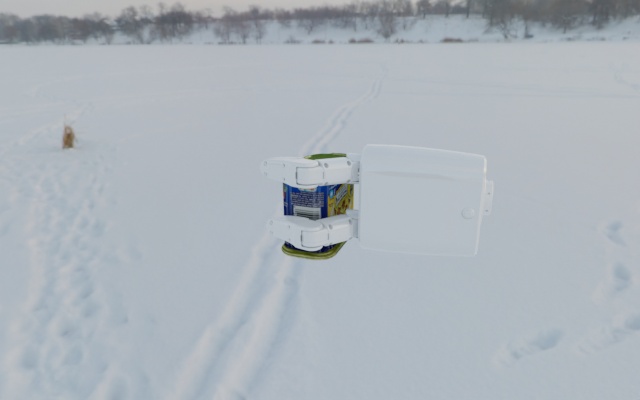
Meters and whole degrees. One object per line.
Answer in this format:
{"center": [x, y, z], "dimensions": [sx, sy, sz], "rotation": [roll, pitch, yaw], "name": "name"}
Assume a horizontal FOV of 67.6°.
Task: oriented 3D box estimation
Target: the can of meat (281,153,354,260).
{"center": [0.000, 0.001, 0.490], "dimensions": [0.057, 0.084, 0.102], "rotation": [7, 20, 20], "name": "can of meat"}
